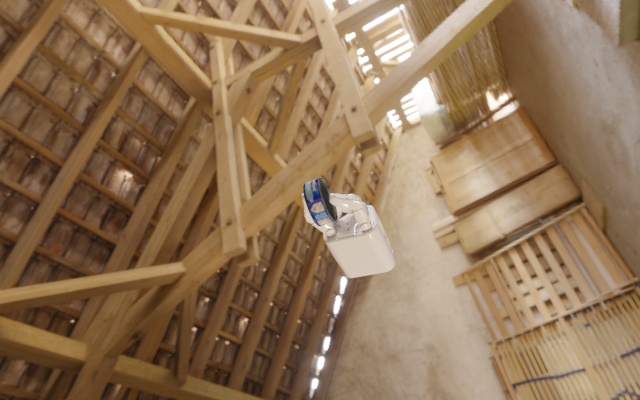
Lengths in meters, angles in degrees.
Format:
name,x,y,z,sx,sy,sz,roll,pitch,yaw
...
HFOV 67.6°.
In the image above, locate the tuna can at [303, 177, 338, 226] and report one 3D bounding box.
name,x,y,z,sx,sy,sz,roll,pitch,yaw
tuna can,0.000,0.003,0.862,0.034,0.086,0.086,-20,-5,13
